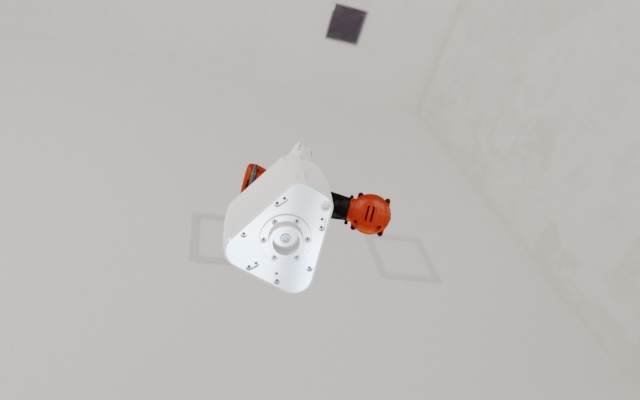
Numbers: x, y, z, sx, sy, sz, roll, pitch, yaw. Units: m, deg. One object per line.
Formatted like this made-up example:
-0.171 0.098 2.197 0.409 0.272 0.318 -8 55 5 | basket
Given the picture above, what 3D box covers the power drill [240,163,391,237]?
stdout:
0.000 0.002 0.625 0.187 0.057 0.184 12 -3 6 | power drill
